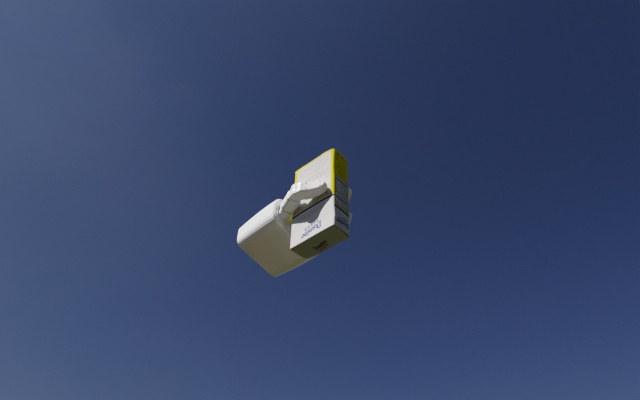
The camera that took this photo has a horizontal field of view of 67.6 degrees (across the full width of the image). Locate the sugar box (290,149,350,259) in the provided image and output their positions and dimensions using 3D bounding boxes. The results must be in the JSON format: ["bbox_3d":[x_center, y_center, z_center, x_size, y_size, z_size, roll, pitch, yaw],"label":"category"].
[{"bbox_3d":[0.000,0.003,0.785,0.093,0.176,0.048,-31,-50,30],"label":"sugar box"}]
